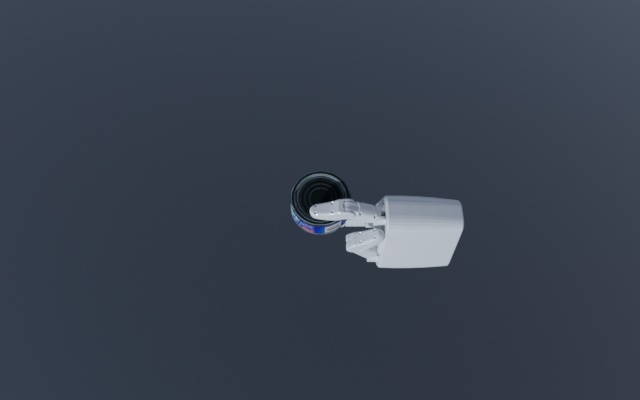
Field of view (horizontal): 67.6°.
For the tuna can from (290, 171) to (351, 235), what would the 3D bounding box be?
[{"bbox_3d":[0.000,0.002,0.669,0.086,0.086,0.034,0,-23,0],"label":"tuna can"}]
